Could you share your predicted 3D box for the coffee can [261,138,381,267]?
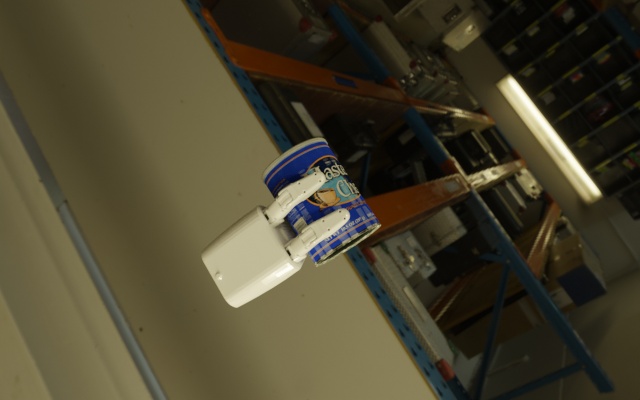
[{"bbox_3d":[0.000,0.002,0.640,0.103,0.140,0.103,-31,-11,-7],"label":"coffee can"}]
